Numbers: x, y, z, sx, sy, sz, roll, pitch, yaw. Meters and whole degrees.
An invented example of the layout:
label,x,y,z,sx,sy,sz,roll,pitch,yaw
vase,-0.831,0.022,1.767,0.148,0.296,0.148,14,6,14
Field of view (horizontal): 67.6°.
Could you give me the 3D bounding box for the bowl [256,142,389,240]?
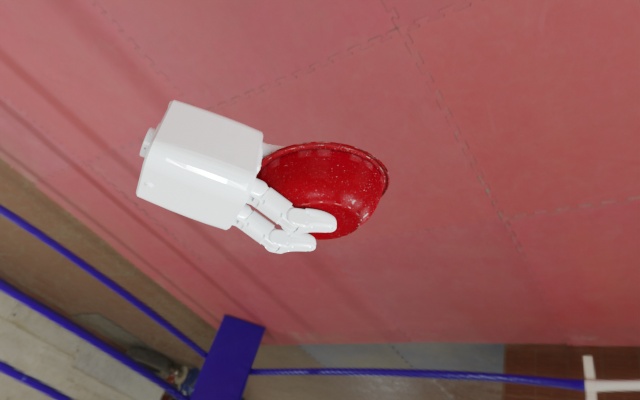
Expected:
label,x,y,z,sx,sy,sz,roll,pitch,yaw
bowl,0.001,0.002,0.551,0.162,0.055,0.162,0,-30,0
